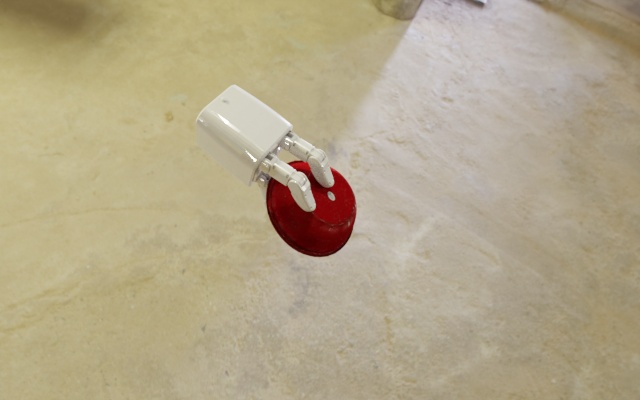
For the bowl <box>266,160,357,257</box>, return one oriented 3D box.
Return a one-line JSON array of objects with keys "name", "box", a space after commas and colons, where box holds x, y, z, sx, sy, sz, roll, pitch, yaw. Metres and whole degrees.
[{"name": "bowl", "box": [0.001, 0.003, 0.731, 0.162, 0.162, 0.055, 0, -20, -35]}]
